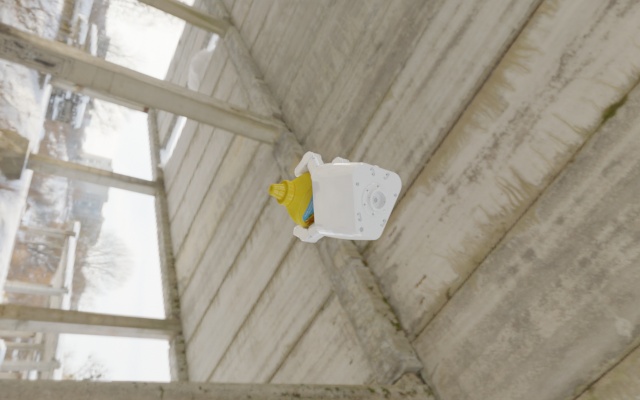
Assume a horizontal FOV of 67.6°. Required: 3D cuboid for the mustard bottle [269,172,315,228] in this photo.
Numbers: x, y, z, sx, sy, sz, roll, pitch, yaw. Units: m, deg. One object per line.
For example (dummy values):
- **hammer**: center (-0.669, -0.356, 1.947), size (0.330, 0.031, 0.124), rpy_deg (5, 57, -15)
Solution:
- **mustard bottle**: center (0.000, 0.003, 0.813), size (0.192, 0.096, 0.058), rpy_deg (14, 17, -32)
